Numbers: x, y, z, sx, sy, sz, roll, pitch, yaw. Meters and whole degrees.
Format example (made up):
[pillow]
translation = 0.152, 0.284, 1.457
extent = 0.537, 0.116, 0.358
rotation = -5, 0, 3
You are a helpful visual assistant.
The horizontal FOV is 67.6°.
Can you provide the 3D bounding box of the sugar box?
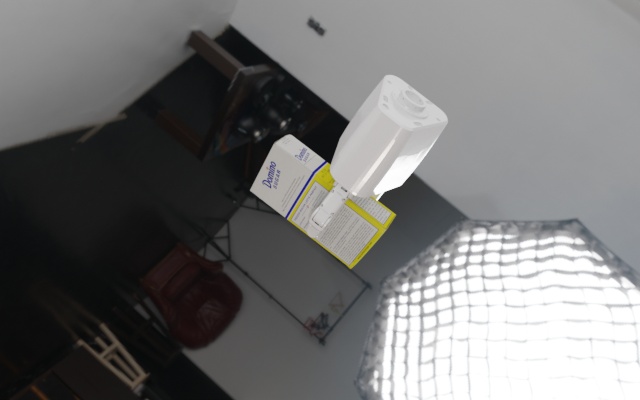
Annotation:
[sugar box]
translation = 0.000, 0.002, 0.627
extent = 0.176, 0.093, 0.048
rotation = 40, 39, 7
